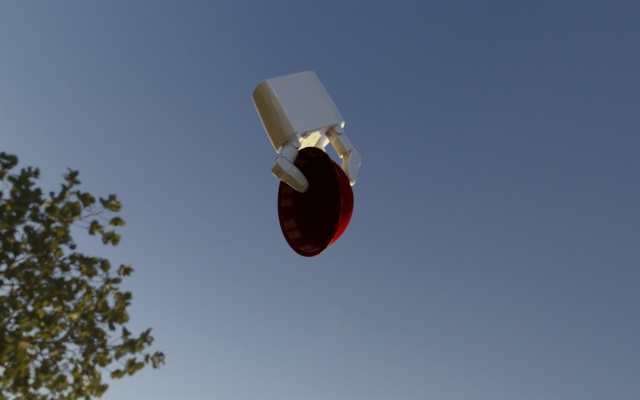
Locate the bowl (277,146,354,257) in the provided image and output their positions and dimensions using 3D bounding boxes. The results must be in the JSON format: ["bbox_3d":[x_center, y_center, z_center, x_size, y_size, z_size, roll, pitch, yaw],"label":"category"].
[{"bbox_3d":[0.001,0.004,0.711,0.055,0.162,0.162,2,-1,-37],"label":"bowl"}]
